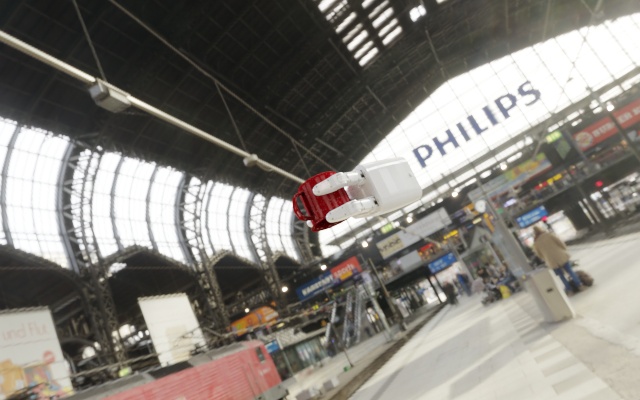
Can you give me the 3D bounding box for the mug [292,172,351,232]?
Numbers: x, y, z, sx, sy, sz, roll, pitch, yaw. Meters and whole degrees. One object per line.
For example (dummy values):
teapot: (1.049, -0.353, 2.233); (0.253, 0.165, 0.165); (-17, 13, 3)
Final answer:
mug: (-0.001, 0.003, 0.868); (0.117, 0.081, 0.093); (-15, -19, -32)
